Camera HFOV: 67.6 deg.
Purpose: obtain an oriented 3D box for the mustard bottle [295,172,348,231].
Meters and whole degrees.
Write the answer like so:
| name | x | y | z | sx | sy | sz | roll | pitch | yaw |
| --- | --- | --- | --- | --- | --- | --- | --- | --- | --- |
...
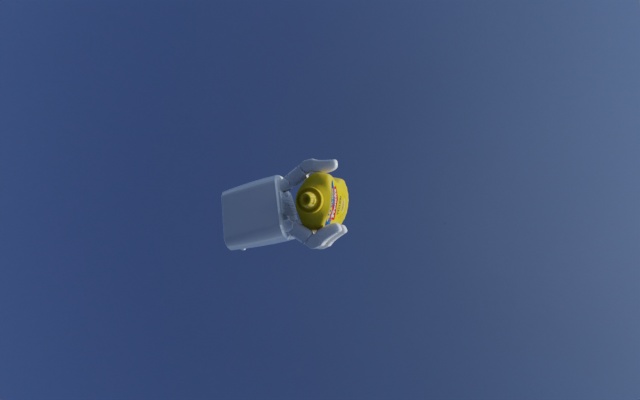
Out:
| name | x | y | z | sx | sy | sz | roll | pitch | yaw |
| --- | --- | --- | --- | --- | --- | --- | --- | --- | --- |
| mustard bottle | 0.001 | 0.003 | 0.797 | 0.058 | 0.096 | 0.191 | 11 | 0 | 15 |
